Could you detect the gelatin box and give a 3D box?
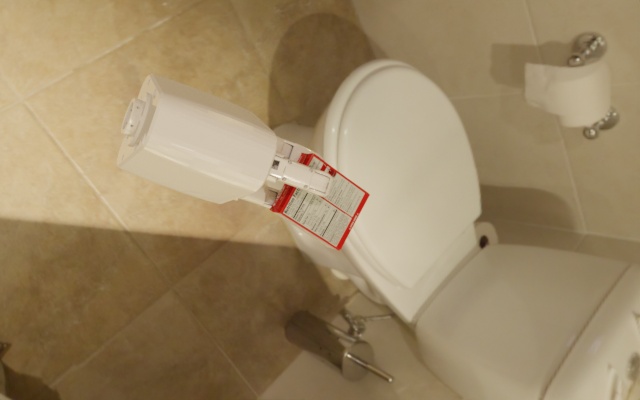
[{"bbox_3d":[0.001,0.002,0.517,0.089,0.073,0.030,34,-12,-26],"label":"gelatin box"}]
